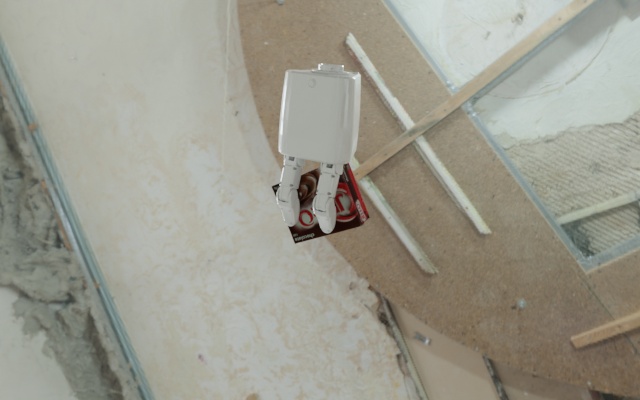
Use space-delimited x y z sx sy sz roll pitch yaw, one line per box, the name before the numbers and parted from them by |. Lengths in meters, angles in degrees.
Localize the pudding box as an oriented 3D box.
pudding box | 0.000 0.002 0.657 0.113 0.090 0.039 -17 8 31
